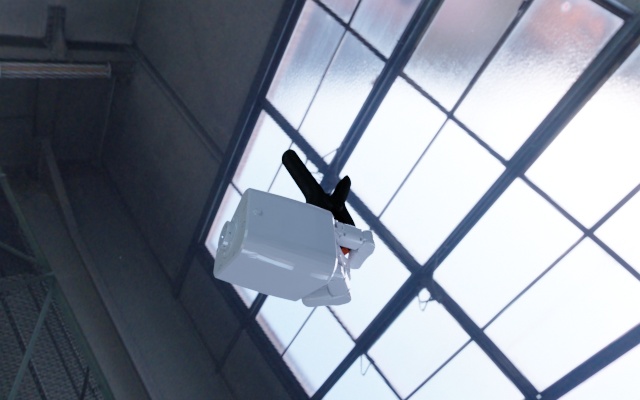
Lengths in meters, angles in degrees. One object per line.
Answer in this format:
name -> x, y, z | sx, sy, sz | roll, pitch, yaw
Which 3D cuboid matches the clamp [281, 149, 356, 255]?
clamp -> 0.000, 0.003, 0.633 | 0.120, 0.039, 0.171 | 23, 35, -24
